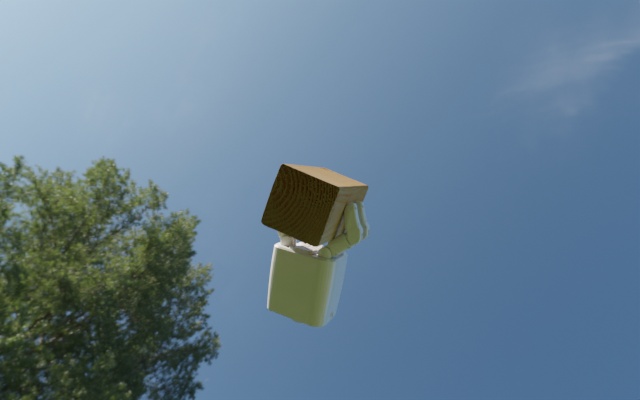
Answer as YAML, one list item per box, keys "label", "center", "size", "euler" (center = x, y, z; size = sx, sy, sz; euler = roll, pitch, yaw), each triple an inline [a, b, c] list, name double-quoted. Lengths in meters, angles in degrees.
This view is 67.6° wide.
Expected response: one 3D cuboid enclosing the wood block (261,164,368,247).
- label: "wood block"
  center: [0.000, 0.003, 0.735]
  size: [0.091, 0.090, 0.206]
  euler: [22, 8, 14]
